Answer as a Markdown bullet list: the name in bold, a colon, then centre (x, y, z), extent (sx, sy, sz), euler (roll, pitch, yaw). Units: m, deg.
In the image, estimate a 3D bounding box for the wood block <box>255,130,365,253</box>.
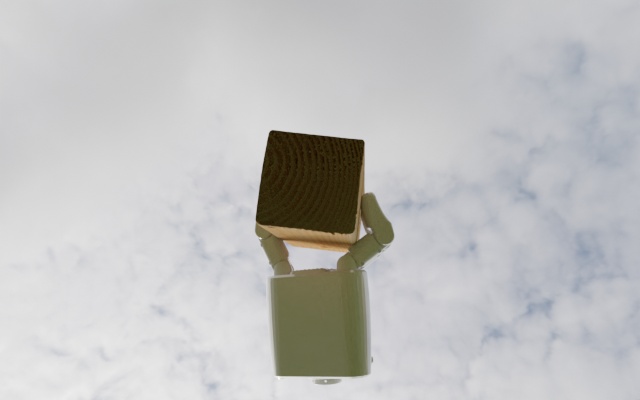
- **wood block**: centre (0.000, 0.002, 0.522), extent (0.091, 0.090, 0.206), euler (6, -10, 6)
